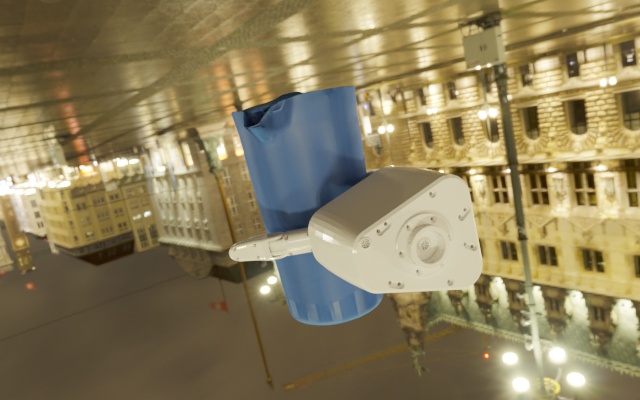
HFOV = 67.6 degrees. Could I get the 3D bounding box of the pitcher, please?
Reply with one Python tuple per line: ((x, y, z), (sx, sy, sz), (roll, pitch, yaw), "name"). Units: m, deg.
((0.000, 0.002, 0.531), (0.149, 0.243, 0.145), (-15, 9, -16), "pitcher")
